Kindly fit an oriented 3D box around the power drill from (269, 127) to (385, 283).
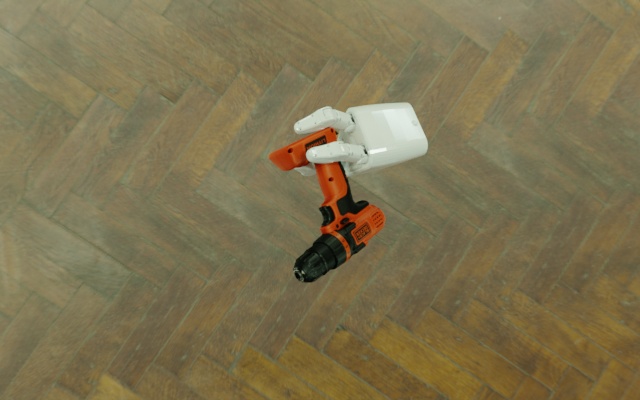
[{"bbox_3d":[0.000,0.002,0.686,0.057,0.188,0.184,-13,16,48],"label":"power drill"}]
